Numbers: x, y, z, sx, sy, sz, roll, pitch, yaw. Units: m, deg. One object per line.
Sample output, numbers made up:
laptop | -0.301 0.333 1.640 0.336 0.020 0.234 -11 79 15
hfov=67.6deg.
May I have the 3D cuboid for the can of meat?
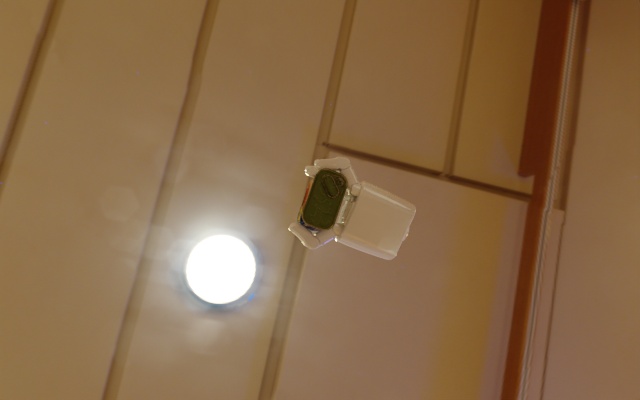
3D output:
can of meat | 0.000 0.003 0.826 0.057 0.102 0.084 21 -10 -8
